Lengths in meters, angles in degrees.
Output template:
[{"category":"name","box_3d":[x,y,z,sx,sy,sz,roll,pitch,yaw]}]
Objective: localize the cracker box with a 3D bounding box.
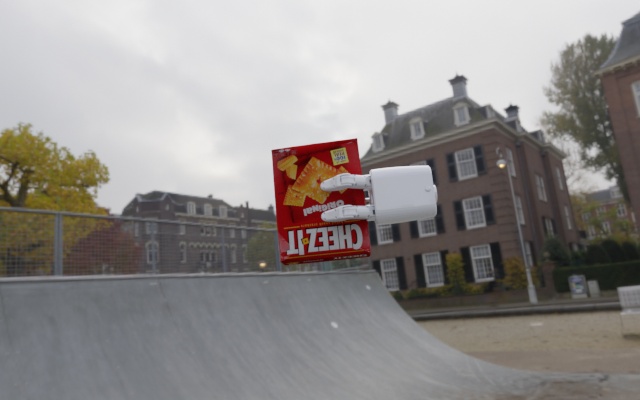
[{"category":"cracker box","box_3d":[0.000,0.003,0.877,0.164,0.213,0.072,-6,-12,3]}]
